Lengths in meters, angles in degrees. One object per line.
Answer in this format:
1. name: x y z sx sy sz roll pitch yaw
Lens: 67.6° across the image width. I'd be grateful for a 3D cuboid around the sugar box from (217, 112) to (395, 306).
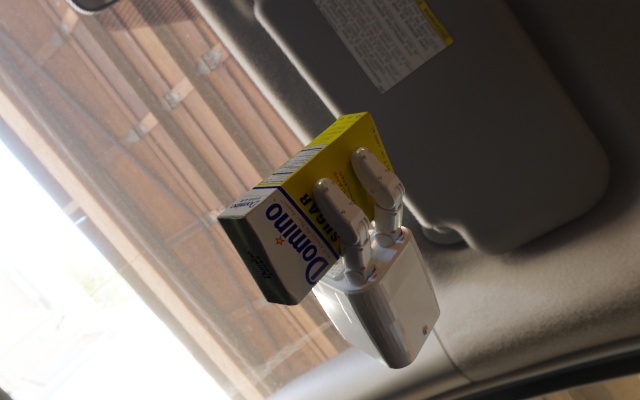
1. sugar box: 0.001 0.001 0.430 0.048 0.093 0.176 -4 32 44
